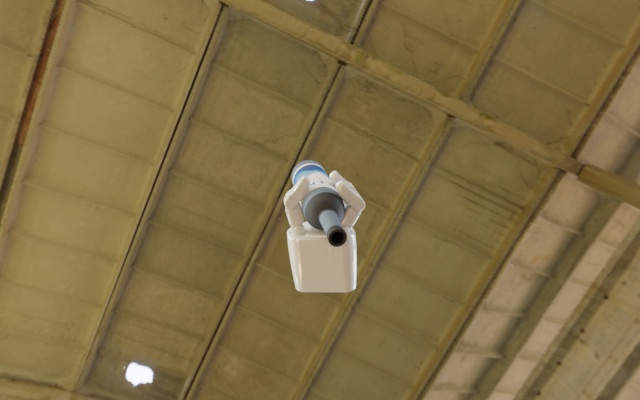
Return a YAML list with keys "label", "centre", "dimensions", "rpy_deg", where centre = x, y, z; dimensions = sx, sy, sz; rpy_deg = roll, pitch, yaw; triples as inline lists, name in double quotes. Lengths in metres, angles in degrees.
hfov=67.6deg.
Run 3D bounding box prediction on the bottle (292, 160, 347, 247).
- label: "bottle"
  centre: [0.000, 0.002, 0.799]
  dimensions: [0.069, 0.069, 0.295]
  rpy_deg: [0, 20, -10]
